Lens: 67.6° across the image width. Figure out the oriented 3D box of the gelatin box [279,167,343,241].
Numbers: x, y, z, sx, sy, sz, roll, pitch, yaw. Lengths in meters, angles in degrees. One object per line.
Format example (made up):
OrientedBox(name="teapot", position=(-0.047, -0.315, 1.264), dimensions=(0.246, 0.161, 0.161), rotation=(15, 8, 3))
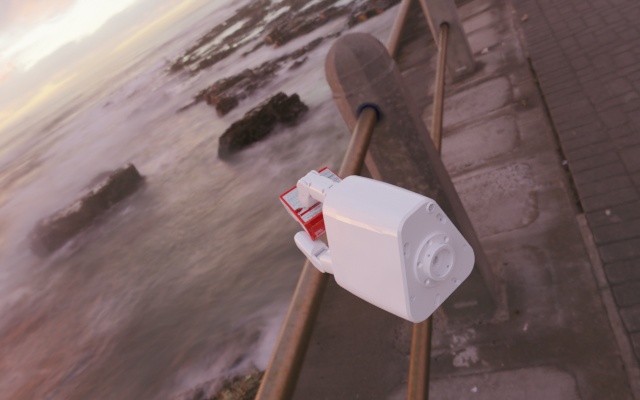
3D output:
OrientedBox(name="gelatin box", position=(0.000, 0.001, 0.576), dimensions=(0.073, 0.030, 0.089), rotation=(-34, 33, -9))
